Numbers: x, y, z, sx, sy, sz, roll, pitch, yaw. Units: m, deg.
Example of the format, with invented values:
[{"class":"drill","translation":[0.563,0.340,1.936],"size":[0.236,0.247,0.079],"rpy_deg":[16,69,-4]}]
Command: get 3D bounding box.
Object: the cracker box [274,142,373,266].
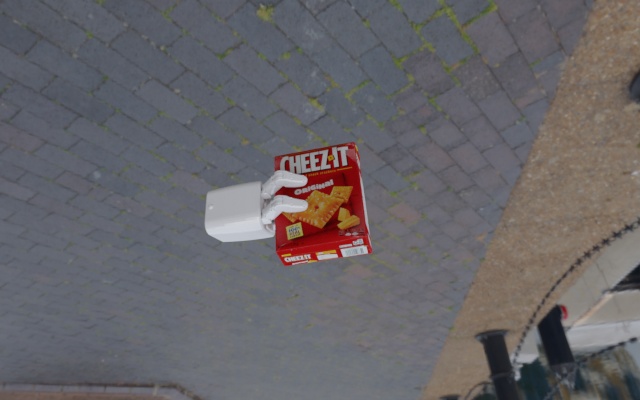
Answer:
[{"class":"cracker box","translation":[0.000,0.003,0.886],"size":[0.164,0.213,0.072],"rpy_deg":[-9,-33,8]}]
